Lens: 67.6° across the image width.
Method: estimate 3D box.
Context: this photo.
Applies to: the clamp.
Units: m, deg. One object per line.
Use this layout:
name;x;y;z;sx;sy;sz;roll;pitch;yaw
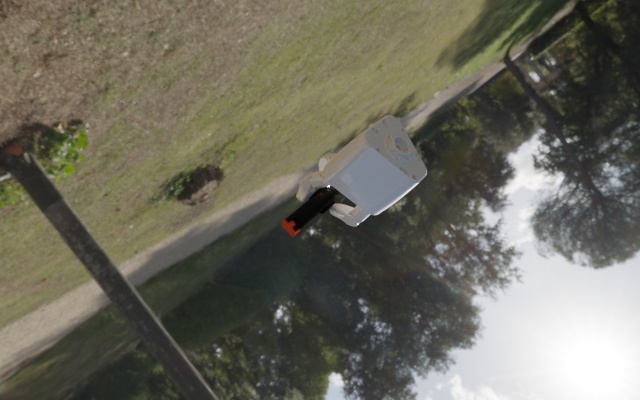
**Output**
clamp;0.000;0.003;0.807;0.210;0.036;0.165;-40;-2;-41
